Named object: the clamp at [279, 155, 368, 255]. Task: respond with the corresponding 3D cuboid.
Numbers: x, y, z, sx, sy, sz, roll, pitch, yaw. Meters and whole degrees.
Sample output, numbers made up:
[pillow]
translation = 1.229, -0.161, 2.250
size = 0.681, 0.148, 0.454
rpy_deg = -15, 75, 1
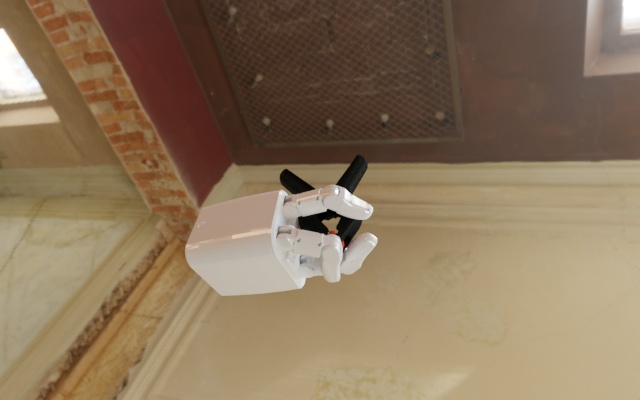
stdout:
[clamp]
translation = 0.000, 0.003, 0.601
size = 0.120, 0.039, 0.171
rpy_deg = -10, 36, 13
